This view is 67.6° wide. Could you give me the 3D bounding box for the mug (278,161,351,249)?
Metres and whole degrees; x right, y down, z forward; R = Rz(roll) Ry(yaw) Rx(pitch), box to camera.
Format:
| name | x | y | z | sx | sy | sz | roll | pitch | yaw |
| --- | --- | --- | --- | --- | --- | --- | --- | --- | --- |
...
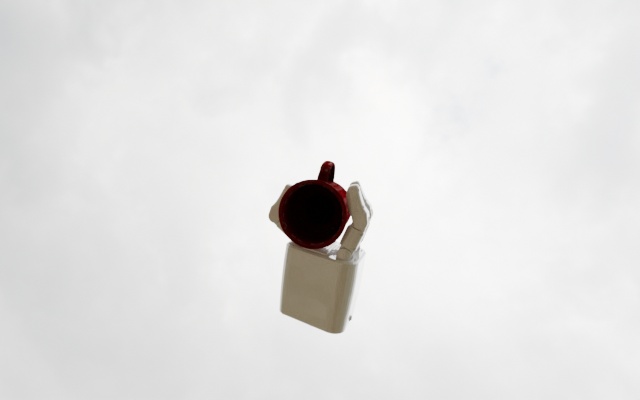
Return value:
| name | x | y | z | sx | sy | sz | roll | pitch | yaw |
| --- | --- | --- | --- | --- | --- | --- | --- | --- | --- |
| mug | 0.000 | 0.001 | 0.660 | 0.093 | 0.117 | 0.081 | 12 | 10 | 12 |
